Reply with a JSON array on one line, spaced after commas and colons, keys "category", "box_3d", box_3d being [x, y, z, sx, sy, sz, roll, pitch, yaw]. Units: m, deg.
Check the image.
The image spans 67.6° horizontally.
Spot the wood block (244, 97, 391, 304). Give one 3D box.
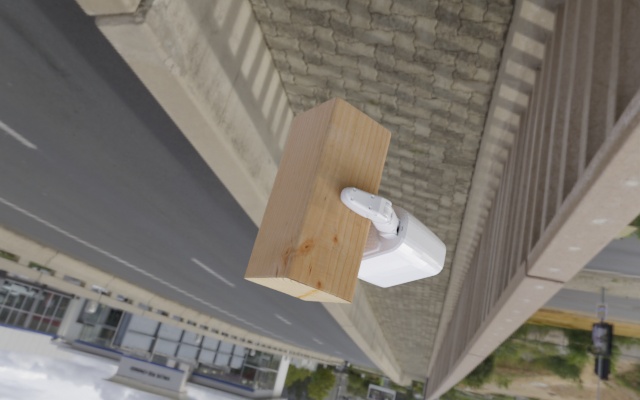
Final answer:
[{"category": "wood block", "box_3d": [0.001, 0.002, 0.541, 0.090, 0.206, 0.091, 27, -23, -31]}]
